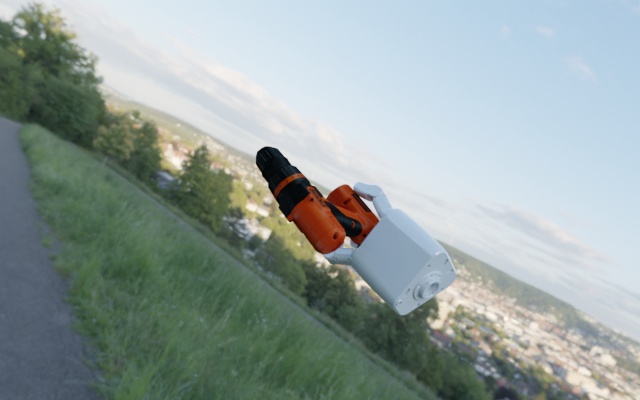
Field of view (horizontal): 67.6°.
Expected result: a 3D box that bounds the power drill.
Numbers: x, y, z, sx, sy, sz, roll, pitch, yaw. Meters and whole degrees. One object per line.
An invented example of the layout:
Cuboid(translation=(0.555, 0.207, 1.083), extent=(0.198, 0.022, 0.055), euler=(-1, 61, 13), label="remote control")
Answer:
Cuboid(translation=(0.001, 0.003, 0.707), extent=(0.057, 0.184, 0.187), euler=(-45, -25, 19), label="power drill")
